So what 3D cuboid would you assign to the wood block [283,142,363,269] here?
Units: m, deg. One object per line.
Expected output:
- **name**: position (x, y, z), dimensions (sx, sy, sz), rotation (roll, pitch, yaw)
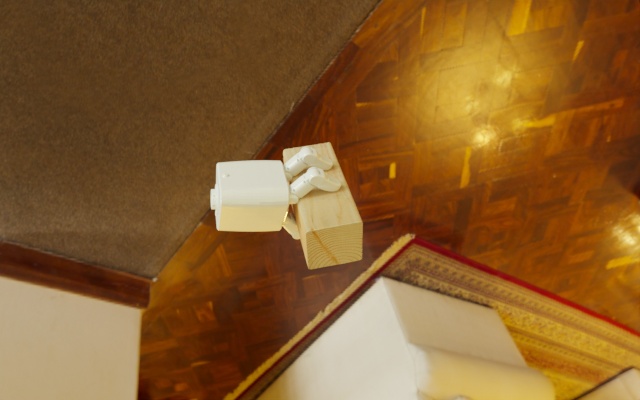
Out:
- **wood block**: position (0.000, 0.003, 0.804), dimensions (0.090, 0.091, 0.206), rotation (-10, 44, -8)
